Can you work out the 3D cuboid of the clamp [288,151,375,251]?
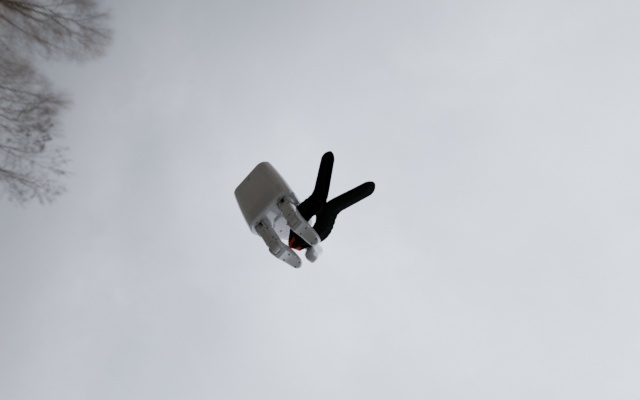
[{"bbox_3d":[0.000,0.003,0.780,0.039,0.171,0.120,34,14,-45],"label":"clamp"}]
